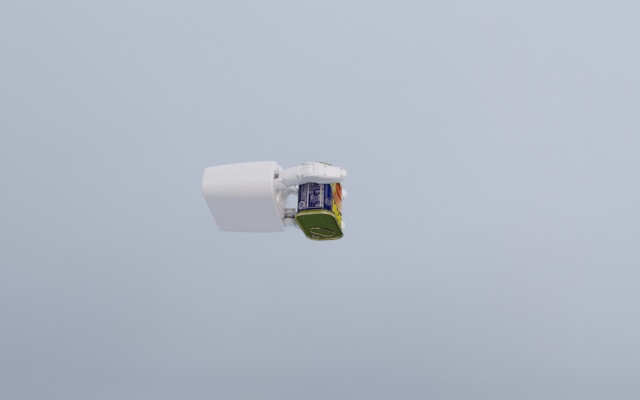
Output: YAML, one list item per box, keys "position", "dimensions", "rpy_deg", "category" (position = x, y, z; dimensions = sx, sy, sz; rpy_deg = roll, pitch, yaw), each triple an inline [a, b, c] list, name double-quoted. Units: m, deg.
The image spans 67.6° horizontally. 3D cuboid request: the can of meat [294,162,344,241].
- position: [0.000, 0.002, 0.702]
  dimensions: [0.057, 0.084, 0.102]
  rpy_deg: [-5, -26, 12]
  category: "can of meat"
